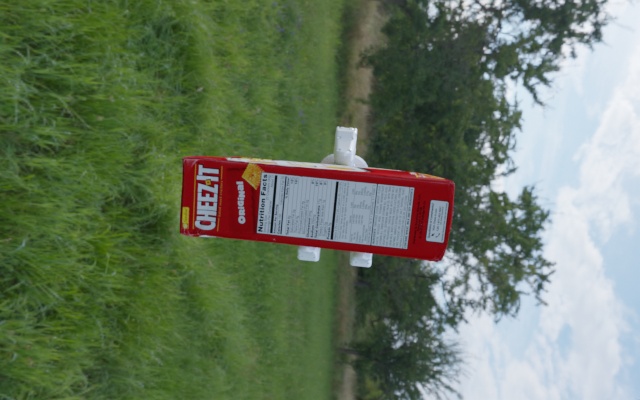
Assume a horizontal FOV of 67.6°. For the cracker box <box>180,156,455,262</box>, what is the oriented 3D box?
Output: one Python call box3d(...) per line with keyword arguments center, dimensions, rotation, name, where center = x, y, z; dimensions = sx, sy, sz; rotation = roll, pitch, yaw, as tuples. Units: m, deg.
box3d(center=(0.000, 0.001, 0.447), dimensions=(0.213, 0.072, 0.164), rotation=(5, 5, 4), name="cracker box")
